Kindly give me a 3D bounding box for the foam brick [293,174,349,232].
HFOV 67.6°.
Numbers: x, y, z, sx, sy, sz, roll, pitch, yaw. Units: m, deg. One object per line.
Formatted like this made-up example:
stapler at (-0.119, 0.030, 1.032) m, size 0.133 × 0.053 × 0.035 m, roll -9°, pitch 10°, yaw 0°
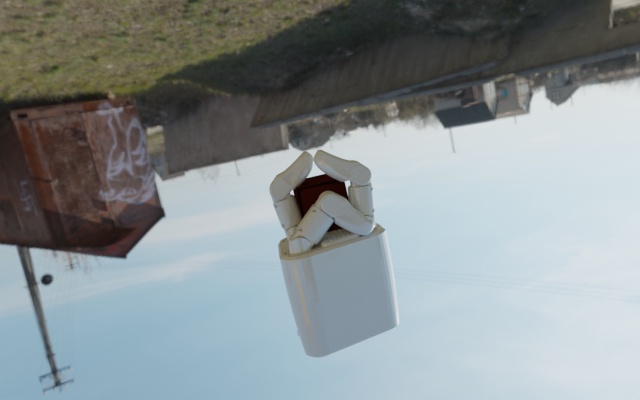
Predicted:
foam brick at (0.000, 0.002, 0.524) m, size 0.053 × 0.051 × 0.078 m, roll -13°, pitch 9°, yaw -4°
